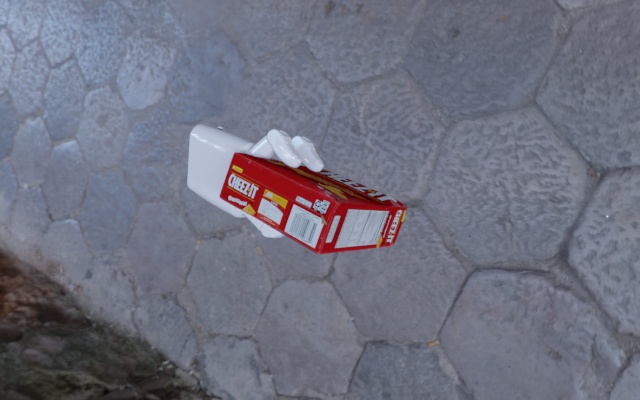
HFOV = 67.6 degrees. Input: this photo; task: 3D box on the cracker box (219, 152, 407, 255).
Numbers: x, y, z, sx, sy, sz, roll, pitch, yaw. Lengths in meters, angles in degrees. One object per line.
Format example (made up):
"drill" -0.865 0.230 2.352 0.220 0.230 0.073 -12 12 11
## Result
"cracker box" 0.000 0.002 0.642 0.164 0.072 0.214 26 12 29
